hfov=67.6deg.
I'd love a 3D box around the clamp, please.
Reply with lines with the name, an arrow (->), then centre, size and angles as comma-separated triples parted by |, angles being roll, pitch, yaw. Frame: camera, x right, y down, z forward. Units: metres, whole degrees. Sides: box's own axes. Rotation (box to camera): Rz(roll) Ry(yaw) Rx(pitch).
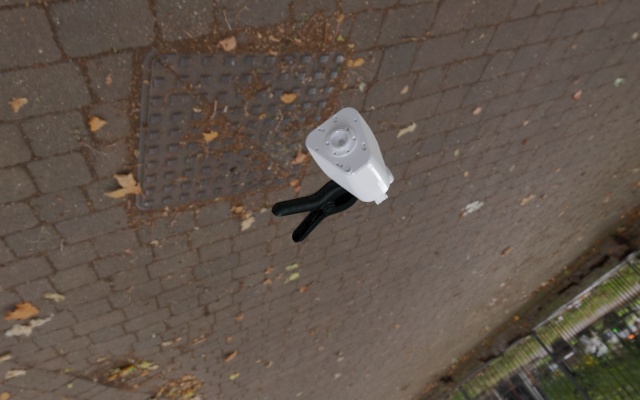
clamp -> 0.001, 0.003, 0.811 | 0.171, 0.039, 0.120 | -36, -28, 5
